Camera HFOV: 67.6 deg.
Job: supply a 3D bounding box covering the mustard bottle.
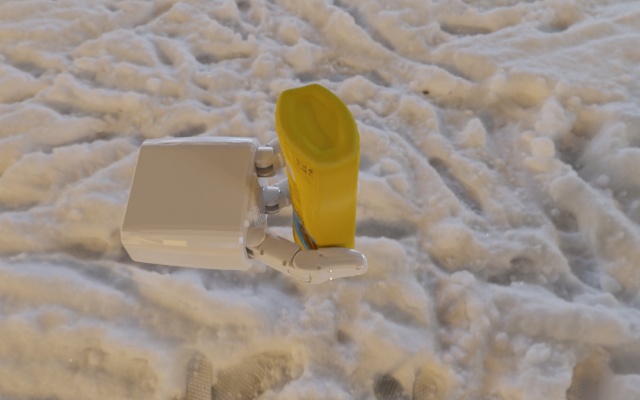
[{"bbox_3d":[0.000,0.001,0.422,0.058,0.096,0.192,-17,-38,-11],"label":"mustard bottle"}]
